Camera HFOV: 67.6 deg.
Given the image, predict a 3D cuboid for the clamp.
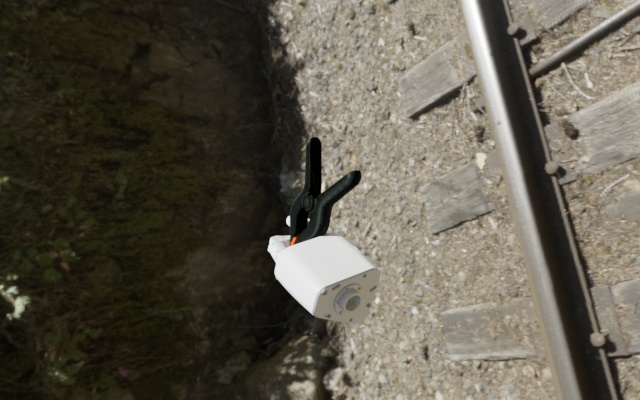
[{"bbox_3d":[0.000,0.002,0.711,0.039,0.171,0.120,2,21,-34],"label":"clamp"}]
